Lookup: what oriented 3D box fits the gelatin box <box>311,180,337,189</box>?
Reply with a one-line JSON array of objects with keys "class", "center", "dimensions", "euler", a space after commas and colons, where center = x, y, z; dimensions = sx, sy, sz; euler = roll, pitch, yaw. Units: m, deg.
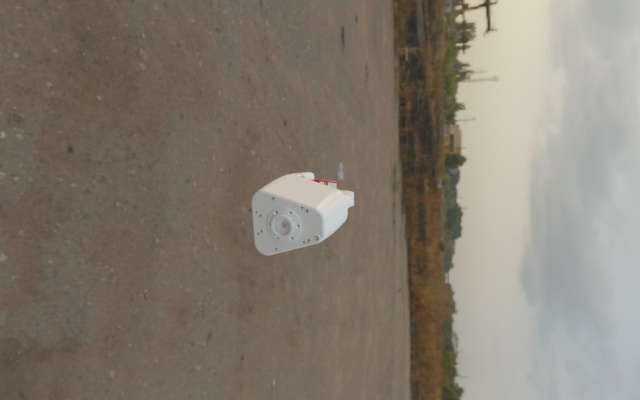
[{"class": "gelatin box", "center": [0.001, 0.003, 0.810], "dimensions": [0.030, 0.073, 0.089], "euler": [2, 1, 22]}]
